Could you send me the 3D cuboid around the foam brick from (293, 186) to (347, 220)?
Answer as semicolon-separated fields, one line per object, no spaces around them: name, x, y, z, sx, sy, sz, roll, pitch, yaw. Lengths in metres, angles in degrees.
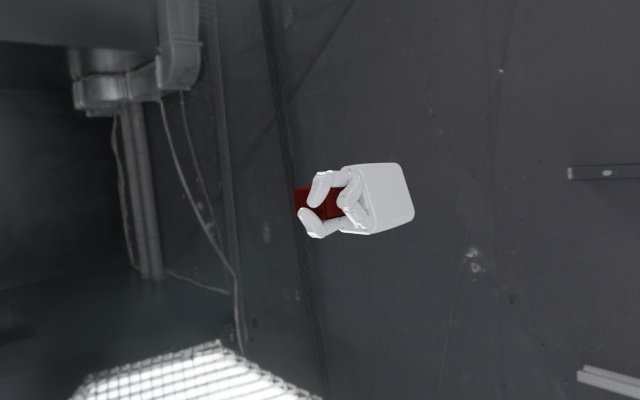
foam brick;0.000;0.002;0.787;0.051;0.053;0.078;-11;9;-41
